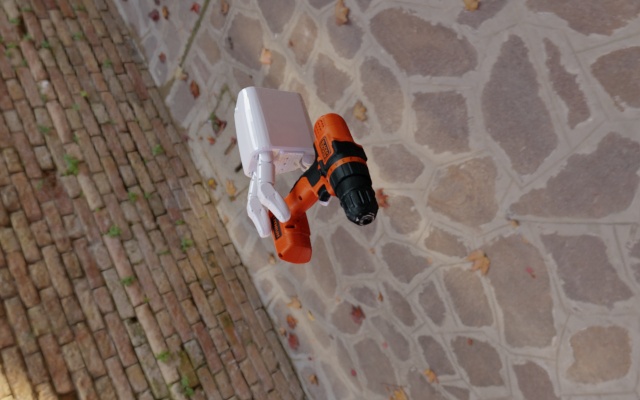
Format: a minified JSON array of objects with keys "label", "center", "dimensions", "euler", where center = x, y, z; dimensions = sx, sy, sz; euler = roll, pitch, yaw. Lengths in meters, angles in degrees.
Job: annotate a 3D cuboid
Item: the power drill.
[{"label":"power drill","center":[0.000,0.002,0.643],"dimensions":[0.057,0.184,0.188],"euler":[14,-49,-30]}]
